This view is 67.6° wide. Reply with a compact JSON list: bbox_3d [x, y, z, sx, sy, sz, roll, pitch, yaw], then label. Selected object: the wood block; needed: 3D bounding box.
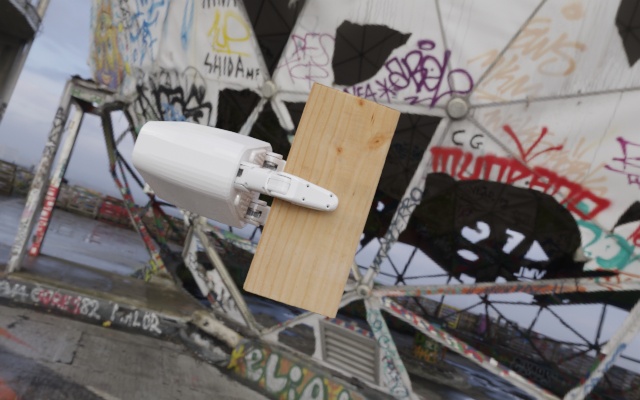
[{"bbox_3d":[0.000,0.001,0.486,0.090,0.206,0.091,18,-5,-3],"label":"wood block"}]
